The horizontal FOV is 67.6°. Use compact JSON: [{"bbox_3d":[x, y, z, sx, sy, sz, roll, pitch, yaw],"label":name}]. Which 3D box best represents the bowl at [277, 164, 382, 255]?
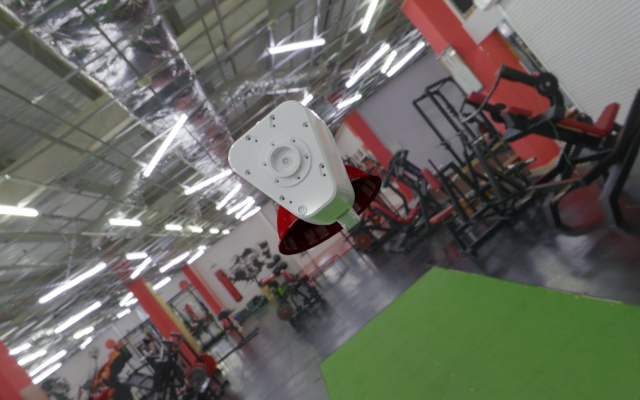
[{"bbox_3d":[0.000,0.002,0.628,0.162,0.055,0.162,-32,-20,-13],"label":"bowl"}]
